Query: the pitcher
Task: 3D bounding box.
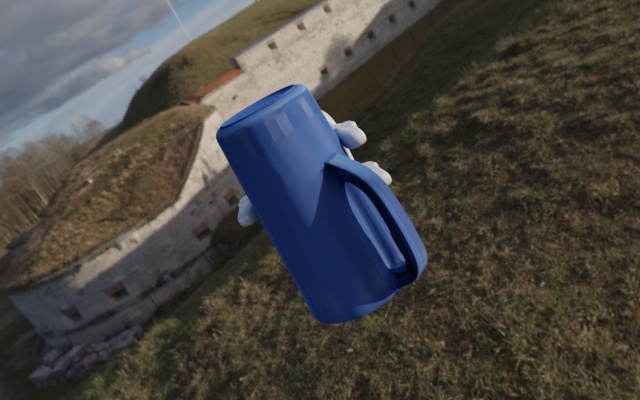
[{"bbox_3d":[0.000,0.002,0.516,0.149,0.243,0.145,-28,19,6],"label":"pitcher"}]
